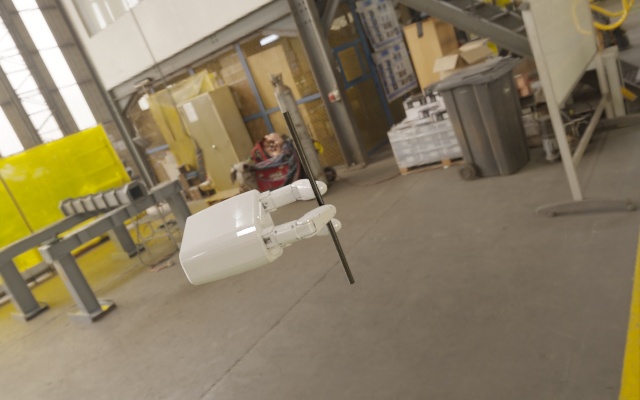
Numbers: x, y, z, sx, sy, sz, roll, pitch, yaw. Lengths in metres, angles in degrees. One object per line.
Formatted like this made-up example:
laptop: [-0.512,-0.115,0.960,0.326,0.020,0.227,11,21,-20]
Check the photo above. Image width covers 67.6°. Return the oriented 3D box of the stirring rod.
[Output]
stirring rod: [0.000,0.002,0.606,0.011,0.239,0.011,-20,16,6]
